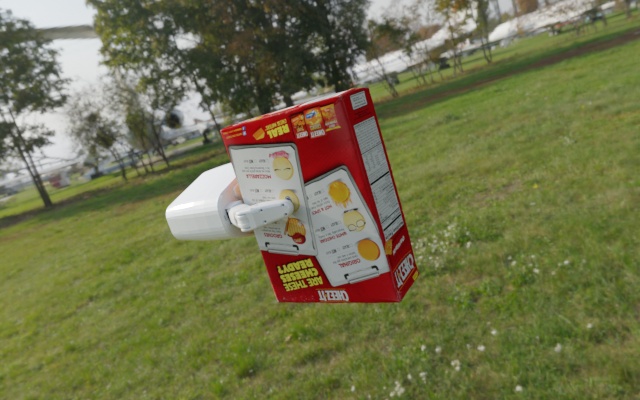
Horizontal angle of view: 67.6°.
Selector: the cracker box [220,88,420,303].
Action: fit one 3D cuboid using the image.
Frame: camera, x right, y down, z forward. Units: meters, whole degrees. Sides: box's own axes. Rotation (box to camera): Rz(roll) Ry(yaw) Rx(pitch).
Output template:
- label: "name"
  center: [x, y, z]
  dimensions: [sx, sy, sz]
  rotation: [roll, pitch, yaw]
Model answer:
- label: "cracker box"
  center: [0.000, 0.002, 0.522]
  dimensions: [0.164, 0.214, 0.072]
  rotation: [-8, 16, 36]
